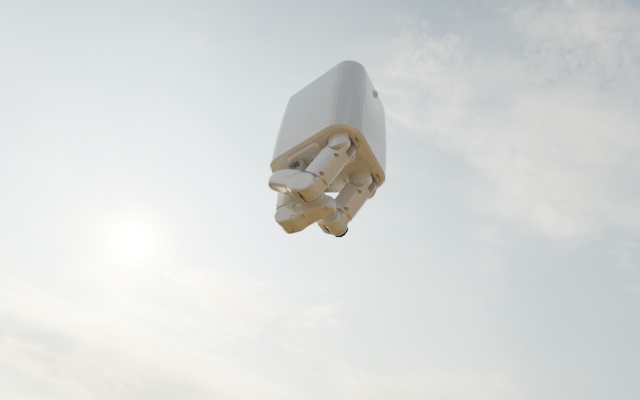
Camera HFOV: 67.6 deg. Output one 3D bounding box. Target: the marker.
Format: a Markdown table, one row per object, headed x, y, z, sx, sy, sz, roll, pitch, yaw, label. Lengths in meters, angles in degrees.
| x | y | z | sx | sy | sz | roll | pitch | yaw | label |
| --- | --- | --- | --- | --- | --- | --- | --- | --- | --- |
| 0.000 | 0.002 | 0.500 | 0.020 | 0.020 | 0.121 | 0 | -36 | 31 | marker |
